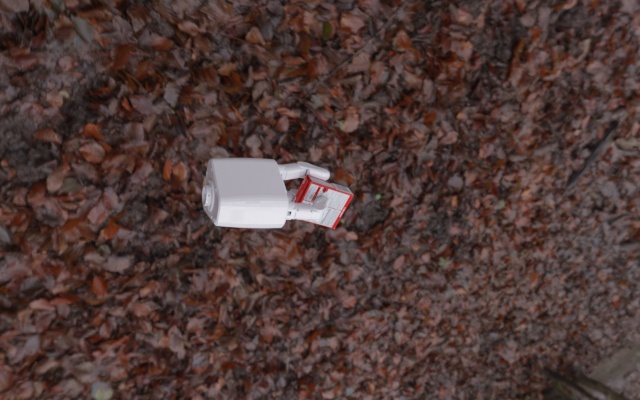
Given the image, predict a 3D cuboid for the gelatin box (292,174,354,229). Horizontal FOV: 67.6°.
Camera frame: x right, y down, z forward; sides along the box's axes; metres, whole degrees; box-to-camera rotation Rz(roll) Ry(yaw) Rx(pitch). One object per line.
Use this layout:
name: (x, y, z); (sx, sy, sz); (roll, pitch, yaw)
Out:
gelatin box: (0.001, 0.003, 0.814); (0.089, 0.073, 0.030); (16, 24, -28)
